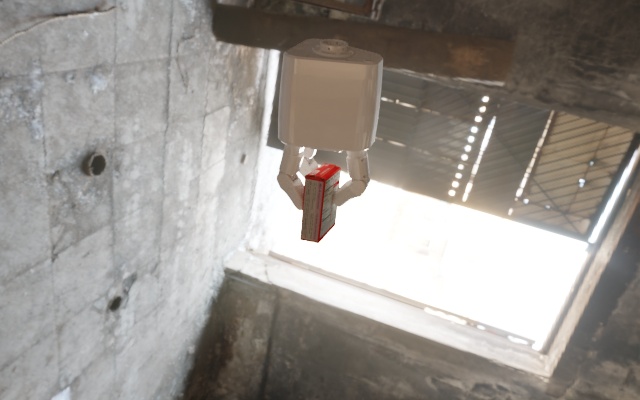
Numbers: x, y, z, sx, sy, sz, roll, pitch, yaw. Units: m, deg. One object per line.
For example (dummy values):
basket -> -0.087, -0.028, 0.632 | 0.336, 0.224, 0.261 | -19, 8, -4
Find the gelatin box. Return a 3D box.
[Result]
gelatin box -> 0.001, 0.002, 0.628 | 0.030, 0.089, 0.073 | 10, 19, 16
